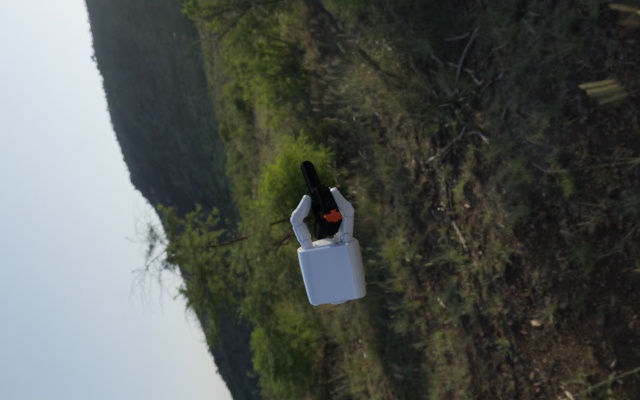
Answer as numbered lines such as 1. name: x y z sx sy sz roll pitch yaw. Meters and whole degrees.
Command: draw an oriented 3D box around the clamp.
1. clamp: -0.001 0.003 0.888 0.036 0.164 0.210 -14 4 -9
